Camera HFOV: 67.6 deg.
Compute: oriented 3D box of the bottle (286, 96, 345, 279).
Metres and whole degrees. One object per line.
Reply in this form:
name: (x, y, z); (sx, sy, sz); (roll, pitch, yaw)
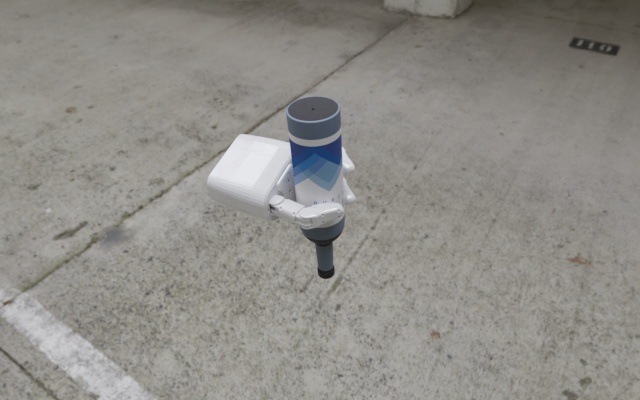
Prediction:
bottle: (0.000, 0.002, 0.672); (0.069, 0.296, 0.069); (-3, 39, 2)
